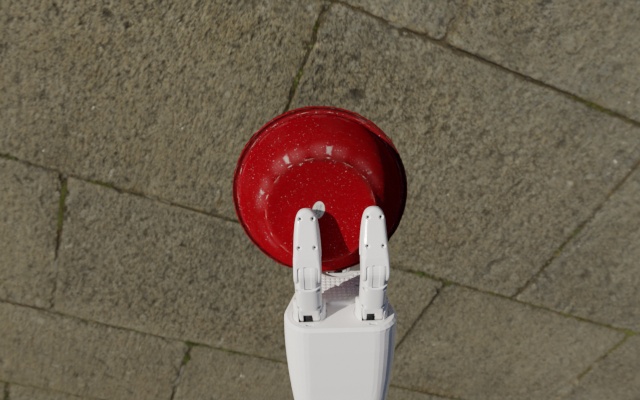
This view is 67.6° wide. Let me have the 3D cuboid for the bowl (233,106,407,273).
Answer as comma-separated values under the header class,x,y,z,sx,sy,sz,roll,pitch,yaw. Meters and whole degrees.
class,x,y,z,sx,sy,sz,roll,pitch,yaw
bowl,0.000,0.000,0.417,0.162,0.162,0.055,0,18,-1
